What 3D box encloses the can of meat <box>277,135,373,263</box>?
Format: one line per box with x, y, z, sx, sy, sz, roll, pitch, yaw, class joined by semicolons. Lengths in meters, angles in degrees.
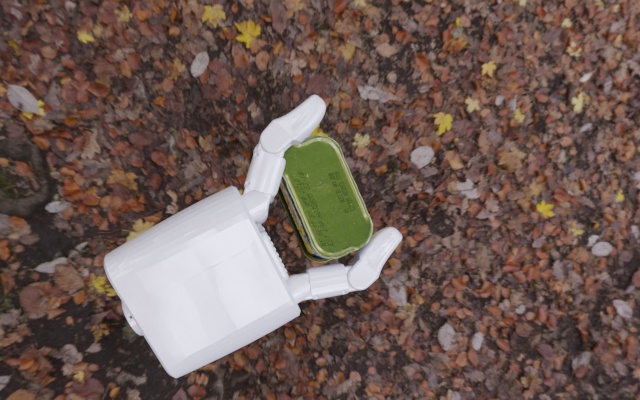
0.000;0.001;0.407;0.057;0.102;0.084;-23;-4;-8;can of meat
